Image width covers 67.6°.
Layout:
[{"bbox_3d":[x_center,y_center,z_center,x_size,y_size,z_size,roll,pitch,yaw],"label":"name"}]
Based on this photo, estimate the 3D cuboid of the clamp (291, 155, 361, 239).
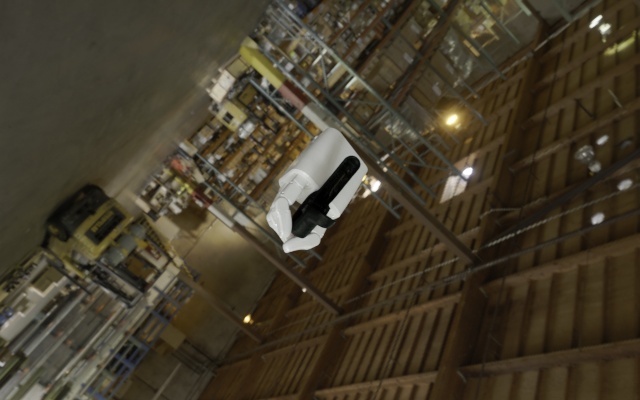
[{"bbox_3d":[0.000,0.003,0.701,0.039,0.120,0.171,40,-26,-12],"label":"clamp"}]
